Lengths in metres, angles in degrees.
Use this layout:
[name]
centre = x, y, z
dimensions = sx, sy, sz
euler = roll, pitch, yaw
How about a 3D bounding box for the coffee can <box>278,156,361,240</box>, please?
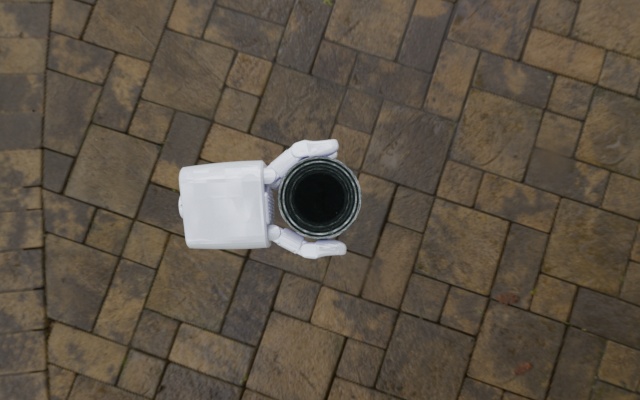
[coffee can]
centre = 0.000, 0.002, 0.648
dimensions = 0.103, 0.103, 0.140
euler = 0, -5, 1
